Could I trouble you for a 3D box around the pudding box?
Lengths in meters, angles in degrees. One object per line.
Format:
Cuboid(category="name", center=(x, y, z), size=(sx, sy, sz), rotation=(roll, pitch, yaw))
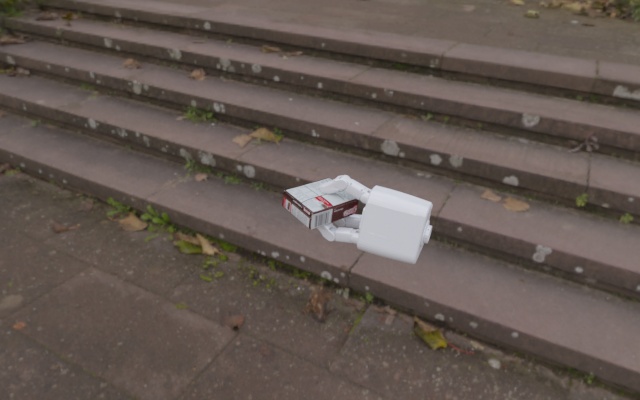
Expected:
Cuboid(category="pudding box", center=(0.000, 0.003, 0.880), size=(0.113, 0.039, 0.090), rotation=(-16, 38, -36))
